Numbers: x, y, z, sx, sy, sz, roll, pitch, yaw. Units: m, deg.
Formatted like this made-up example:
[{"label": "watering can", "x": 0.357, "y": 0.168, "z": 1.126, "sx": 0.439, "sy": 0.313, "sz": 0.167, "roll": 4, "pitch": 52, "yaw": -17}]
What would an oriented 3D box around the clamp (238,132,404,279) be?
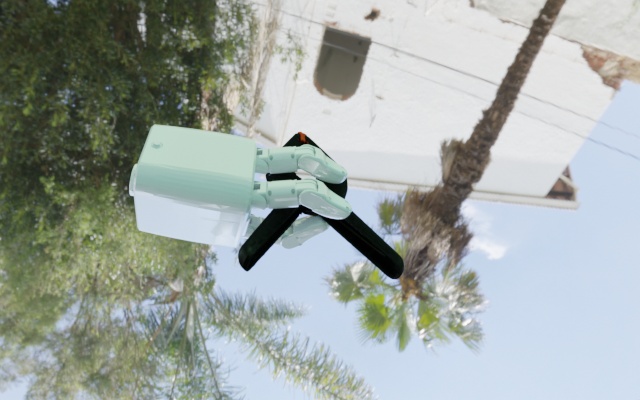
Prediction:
[{"label": "clamp", "x": 0.000, "y": 0.002, "z": 0.516, "sx": 0.164, "sy": 0.036, "sz": 0.209, "roll": 12, "pitch": 41, "yaw": -14}]
